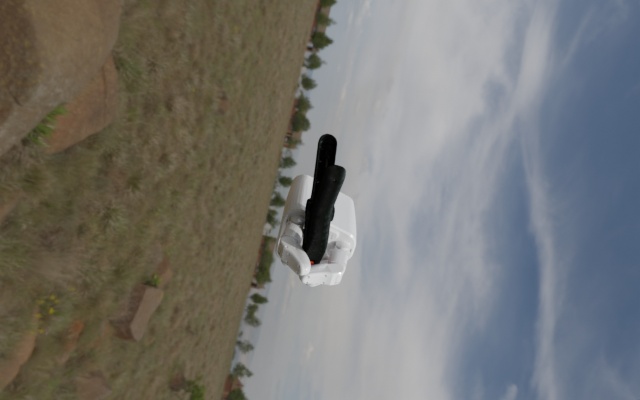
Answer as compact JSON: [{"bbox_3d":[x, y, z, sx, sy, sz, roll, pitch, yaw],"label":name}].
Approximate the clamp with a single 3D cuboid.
[{"bbox_3d":[0.001,0.002,0.608,0.039,0.172,0.120,13,34,-4],"label":"clamp"}]
